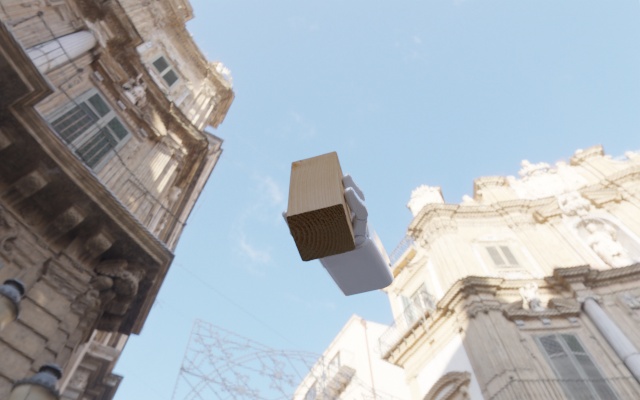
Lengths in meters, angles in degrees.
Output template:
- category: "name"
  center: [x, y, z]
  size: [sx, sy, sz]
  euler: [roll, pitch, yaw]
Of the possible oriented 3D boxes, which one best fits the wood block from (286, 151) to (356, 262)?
- category: "wood block"
  center: [0.000, 0.003, 0.824]
  size: [0.091, 0.090, 0.206]
  euler: [-15, 27, 6]
